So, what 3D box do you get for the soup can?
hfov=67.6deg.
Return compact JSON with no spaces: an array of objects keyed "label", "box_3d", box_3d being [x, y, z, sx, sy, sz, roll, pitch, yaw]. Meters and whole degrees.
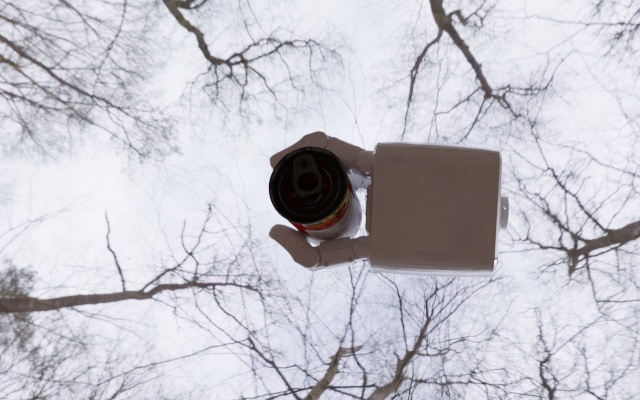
[{"label":"soup can","box_3d":[0.000,0.002,0.439,0.068,0.068,0.102,0,-17,13]}]
